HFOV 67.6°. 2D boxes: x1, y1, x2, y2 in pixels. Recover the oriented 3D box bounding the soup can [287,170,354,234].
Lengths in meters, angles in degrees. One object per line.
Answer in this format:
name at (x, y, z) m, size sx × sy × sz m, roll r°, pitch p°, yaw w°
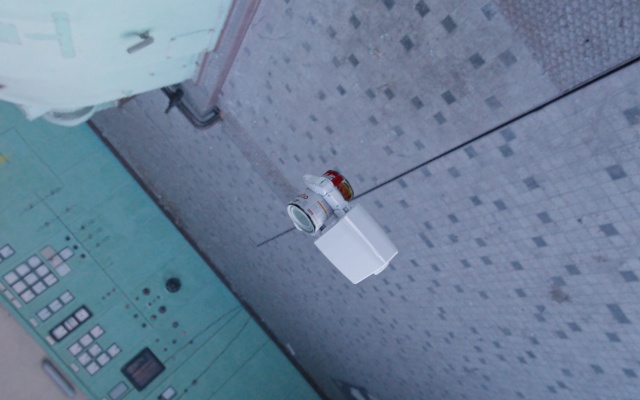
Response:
soup can at (0.000, 0.002, 0.833) m, size 0.102 × 0.068 × 0.068 m, roll -41°, pitch 20°, yaw -25°
